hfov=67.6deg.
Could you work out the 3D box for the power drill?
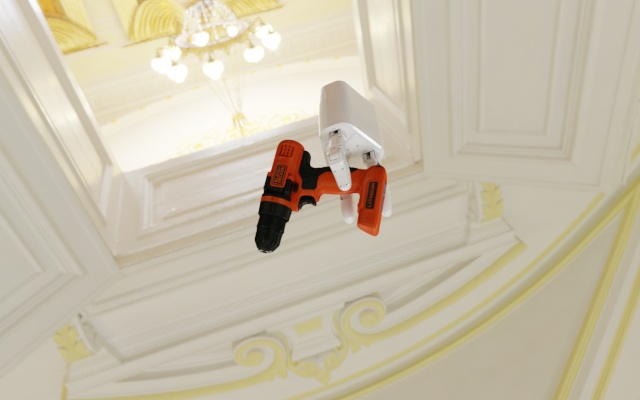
[{"bbox_3d":[0.001,0.002,0.725,0.187,0.184,0.057,9,-15,12],"label":"power drill"}]
